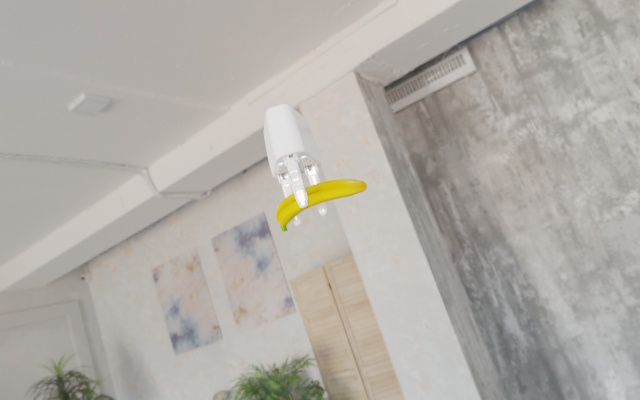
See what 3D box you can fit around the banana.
[{"bbox_3d":[-0.013,-0.001,0.877,0.198,0.037,0.070,-26,-30,25],"label":"banana"}]
